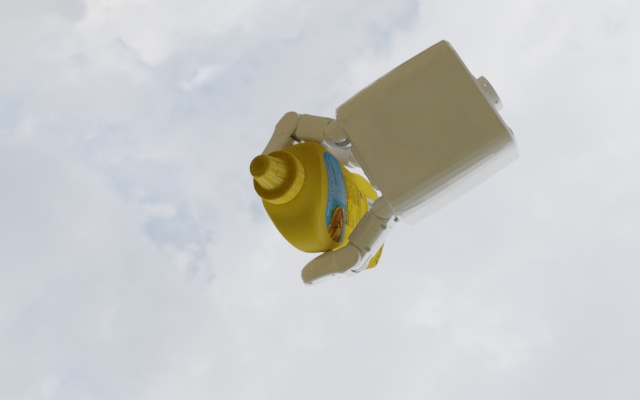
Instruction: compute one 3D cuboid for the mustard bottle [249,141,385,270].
[{"bbox_3d":[0.000,0.002,0.426,0.058,0.096,0.192,-10,-21,26],"label":"mustard bottle"}]
